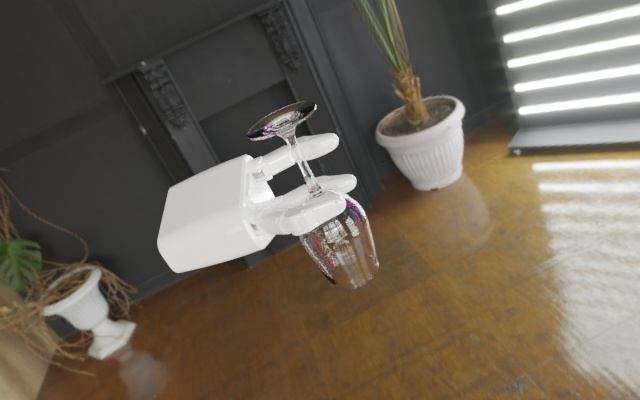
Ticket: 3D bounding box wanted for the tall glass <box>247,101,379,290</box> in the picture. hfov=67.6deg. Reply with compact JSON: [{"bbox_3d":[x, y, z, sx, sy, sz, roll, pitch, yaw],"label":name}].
[{"bbox_3d":[0.000,0.001,0.508,0.079,0.201,0.079,-21,26,11],"label":"tall glass"}]
